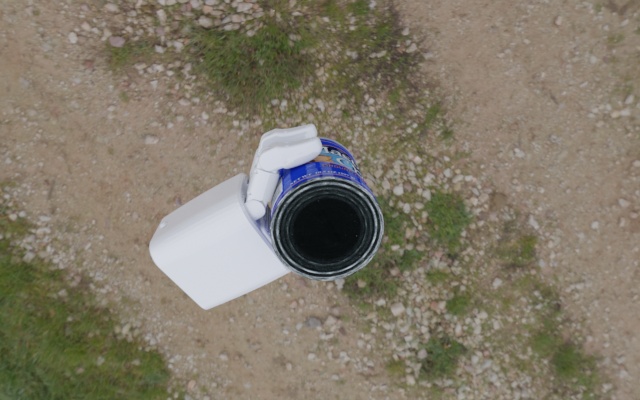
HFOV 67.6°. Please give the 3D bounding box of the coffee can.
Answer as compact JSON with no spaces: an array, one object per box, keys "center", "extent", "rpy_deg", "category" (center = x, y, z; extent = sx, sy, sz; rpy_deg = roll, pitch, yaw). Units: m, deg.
[{"center":[0.000,0.002,0.488],"extent":[0.103,0.103,0.140],"rpy_deg":[0,22,-6],"category":"coffee can"}]
